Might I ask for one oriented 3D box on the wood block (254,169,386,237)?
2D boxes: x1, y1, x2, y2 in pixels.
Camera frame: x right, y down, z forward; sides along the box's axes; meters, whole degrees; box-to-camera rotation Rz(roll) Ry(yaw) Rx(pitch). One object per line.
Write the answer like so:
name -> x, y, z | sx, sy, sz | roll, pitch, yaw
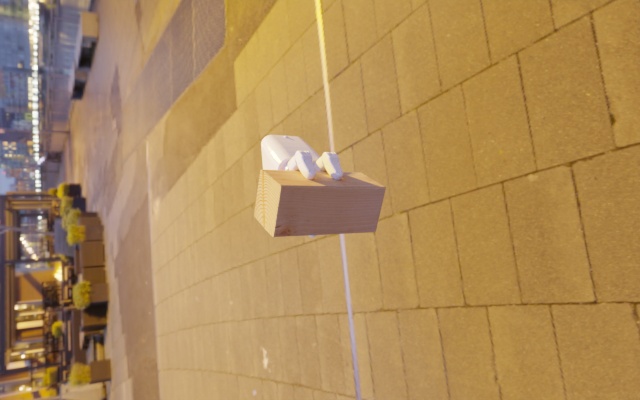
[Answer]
wood block -> 0.000, 0.003, 0.840 | 0.206, 0.091, 0.090 | -1, 22, -30
